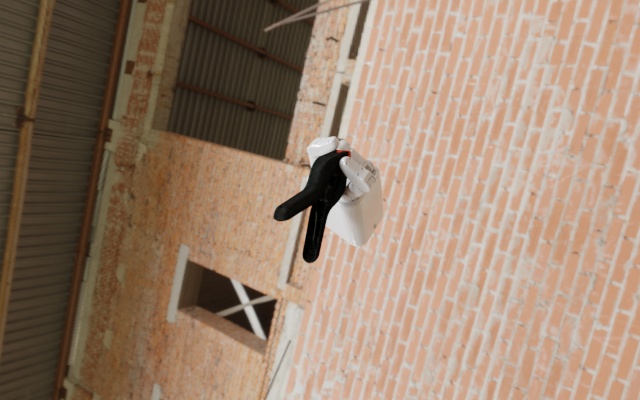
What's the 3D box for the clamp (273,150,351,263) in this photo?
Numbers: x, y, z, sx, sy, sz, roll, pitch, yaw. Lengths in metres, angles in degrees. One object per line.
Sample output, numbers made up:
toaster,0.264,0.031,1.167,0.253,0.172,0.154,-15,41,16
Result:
clamp,0.000,0.002,0.681,0.039,0.120,0.171,17,53,28
